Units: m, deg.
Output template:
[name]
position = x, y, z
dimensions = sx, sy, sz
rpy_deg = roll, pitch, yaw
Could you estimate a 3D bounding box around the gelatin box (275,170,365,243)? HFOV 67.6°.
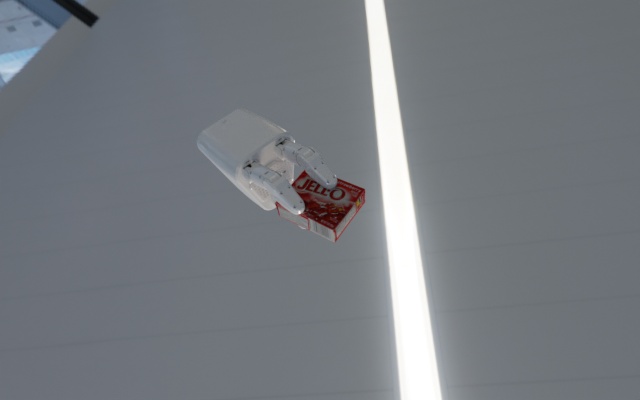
[gelatin box]
position = 0.000, 0.002, 0.595
dimensions = 0.089, 0.073, 0.030
rpy_deg = 24, -33, 25
